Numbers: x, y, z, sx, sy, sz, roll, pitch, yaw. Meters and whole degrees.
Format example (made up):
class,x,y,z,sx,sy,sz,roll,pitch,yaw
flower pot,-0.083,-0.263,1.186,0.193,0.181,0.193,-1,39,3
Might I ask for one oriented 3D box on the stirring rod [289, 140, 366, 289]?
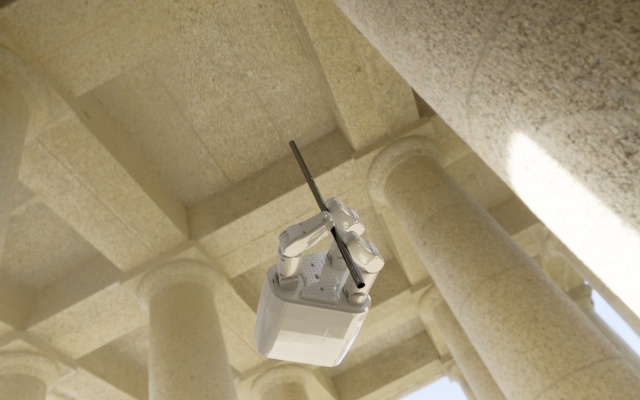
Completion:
class,x,y,z,sx,sy,sz,roll,pitch,yaw
stirring rod,0.000,0.002,0.508,0.011,0.011,0.239,0,38,-22
